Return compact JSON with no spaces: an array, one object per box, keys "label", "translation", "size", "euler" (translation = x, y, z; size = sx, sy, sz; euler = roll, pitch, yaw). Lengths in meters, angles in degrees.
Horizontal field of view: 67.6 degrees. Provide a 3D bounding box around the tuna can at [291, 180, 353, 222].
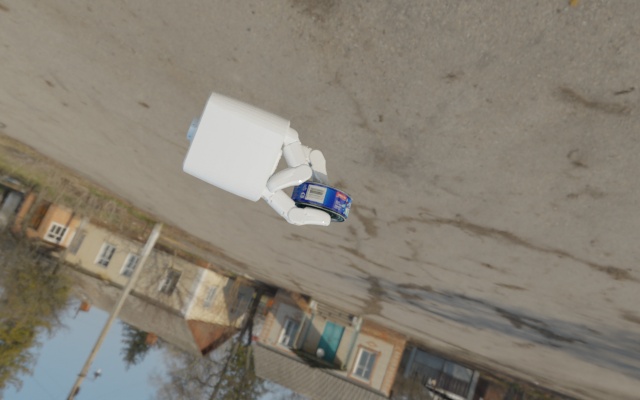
[{"label":"tuna can","translation":[0.000,0.003,0.676],"size":[0.086,0.033,0.086],"euler":[15,-13,4]}]
